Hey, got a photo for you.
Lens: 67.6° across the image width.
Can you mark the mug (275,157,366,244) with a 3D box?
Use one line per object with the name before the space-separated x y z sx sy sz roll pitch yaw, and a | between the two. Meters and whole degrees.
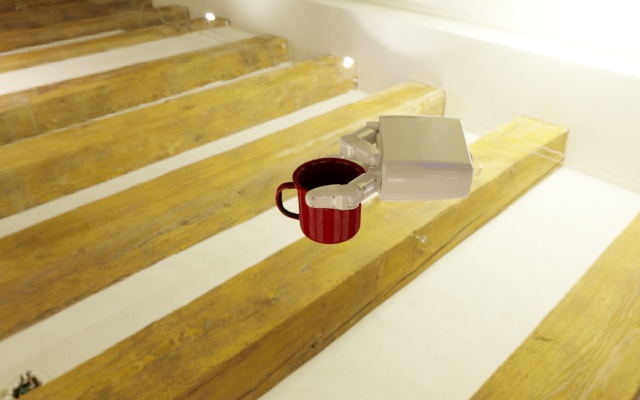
mug | -0.001 0.002 0.615 0.117 0.082 0.093 0 34 2
